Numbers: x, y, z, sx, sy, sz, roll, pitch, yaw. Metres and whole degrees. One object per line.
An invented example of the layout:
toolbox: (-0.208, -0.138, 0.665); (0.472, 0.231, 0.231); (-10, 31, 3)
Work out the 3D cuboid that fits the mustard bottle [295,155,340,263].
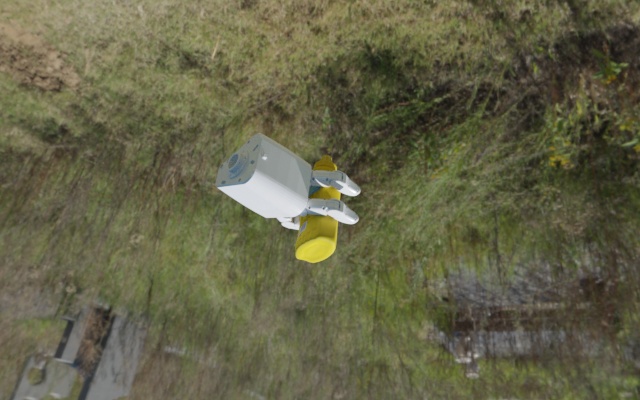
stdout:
mustard bottle: (0.000, 0.003, 0.814); (0.058, 0.191, 0.096); (17, -33, -15)
